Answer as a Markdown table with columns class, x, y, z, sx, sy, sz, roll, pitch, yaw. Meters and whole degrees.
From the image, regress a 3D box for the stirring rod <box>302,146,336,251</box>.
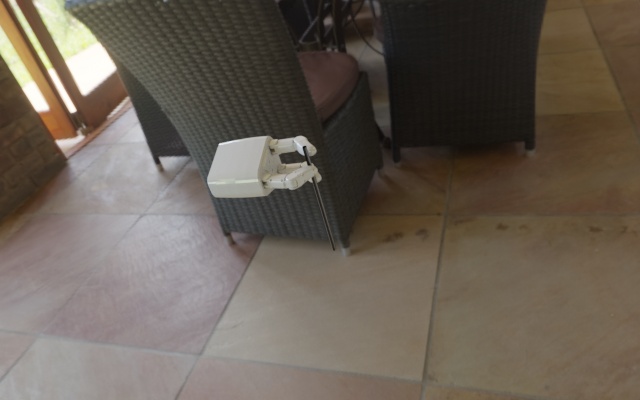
| class | x | y | z | sx | sy | sz | roll | pitch | yaw |
| --- | --- | --- | --- | --- | --- | --- | --- | --- | --- |
| stirring rod | 0.000 | 0.003 | 0.888 | 0.011 | 0.240 | 0.011 | -11 | 35 | 8 |
